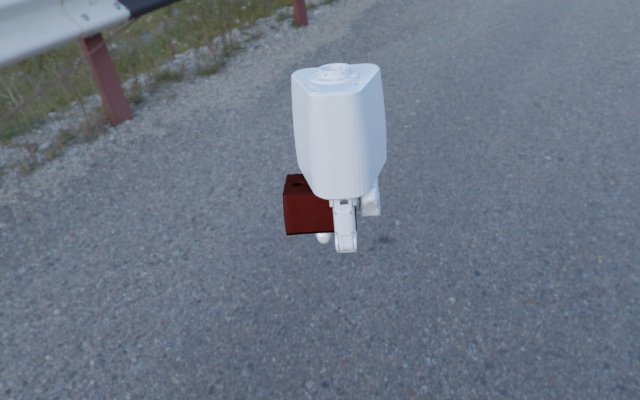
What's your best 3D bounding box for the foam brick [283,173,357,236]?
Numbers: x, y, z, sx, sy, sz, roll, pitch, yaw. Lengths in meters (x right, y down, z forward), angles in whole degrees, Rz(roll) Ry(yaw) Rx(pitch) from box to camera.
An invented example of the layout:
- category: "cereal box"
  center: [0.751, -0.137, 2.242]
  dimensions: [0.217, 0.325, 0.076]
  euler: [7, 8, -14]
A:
- category: "foam brick"
  center: [0.000, 0.002, 0.524]
  dimensions: [0.078, 0.051, 0.053]
  euler: [-4, 29, 4]
